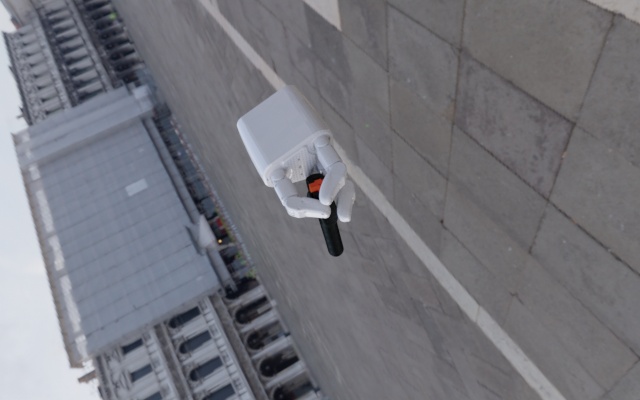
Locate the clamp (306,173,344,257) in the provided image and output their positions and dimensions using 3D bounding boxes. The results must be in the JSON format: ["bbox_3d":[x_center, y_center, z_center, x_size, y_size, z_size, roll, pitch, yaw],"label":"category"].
[{"bbox_3d":[0.000,0.003,0.714,0.039,0.120,0.172,-25,-30,-10],"label":"clamp"}]
